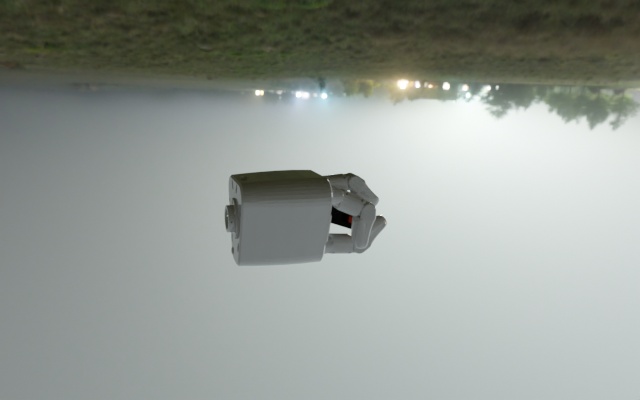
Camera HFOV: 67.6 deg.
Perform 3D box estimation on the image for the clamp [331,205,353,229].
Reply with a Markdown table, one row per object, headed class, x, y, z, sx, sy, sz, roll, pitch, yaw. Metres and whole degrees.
| class | x | y | z | sx | sy | sz | roll | pitch | yaw |
| --- | --- | --- | --- | --- | --- | --- | --- | --- | --- |
| clamp | 0.000 | 0.003 | 0.670 | 0.120 | 0.039 | 0.171 | -3 | 14 | -20 |
